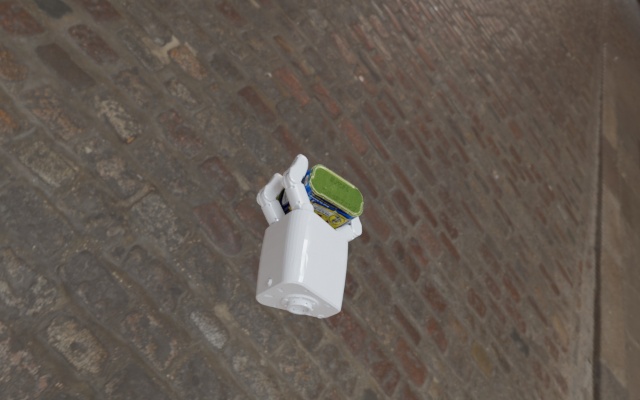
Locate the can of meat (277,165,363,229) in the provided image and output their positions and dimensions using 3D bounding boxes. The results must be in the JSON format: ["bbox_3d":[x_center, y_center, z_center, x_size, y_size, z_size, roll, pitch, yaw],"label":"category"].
[{"bbox_3d":[0.000,0.002,0.701,0.102,0.057,0.084,31,-41,-25],"label":"can of meat"}]
